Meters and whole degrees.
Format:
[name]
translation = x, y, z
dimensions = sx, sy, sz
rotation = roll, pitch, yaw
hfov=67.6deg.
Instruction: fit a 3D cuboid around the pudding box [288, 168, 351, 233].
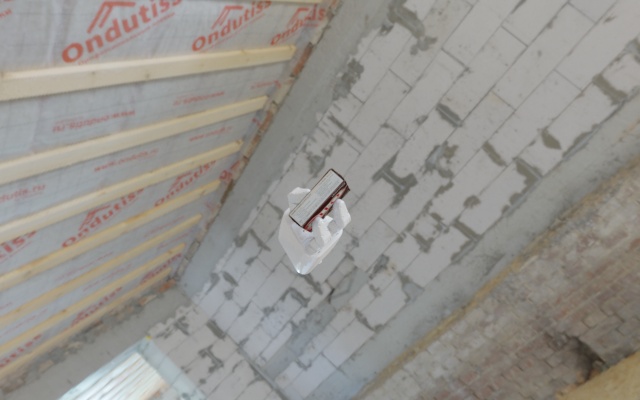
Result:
[pudding box]
translation = 0.000, 0.003, 0.843
dimensions = 0.039, 0.113, 0.090
rotation = 40, -1, 12
